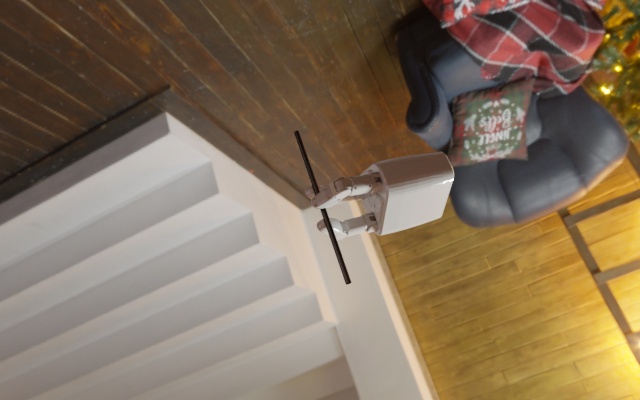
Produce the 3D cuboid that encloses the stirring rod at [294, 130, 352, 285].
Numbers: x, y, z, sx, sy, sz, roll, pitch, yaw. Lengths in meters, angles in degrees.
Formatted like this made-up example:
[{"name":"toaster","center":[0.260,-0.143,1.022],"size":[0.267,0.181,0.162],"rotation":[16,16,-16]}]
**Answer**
[{"name":"stirring rod","center":[0.000,0.002,0.657],"size":[0.011,0.239,0.011],"rotation":[-16,-25,-7]}]
